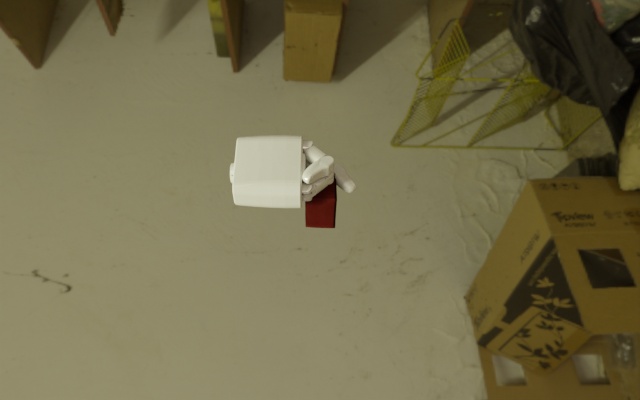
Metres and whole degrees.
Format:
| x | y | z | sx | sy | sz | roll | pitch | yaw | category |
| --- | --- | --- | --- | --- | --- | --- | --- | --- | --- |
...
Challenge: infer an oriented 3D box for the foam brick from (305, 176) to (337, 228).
| x | y | z | sx | sy | sz | roll | pitch | yaw | category |
| --- | --- | --- | --- | --- | --- | --- | --- | --- | --- |
| 0.000 | 0.003 | 0.803 | 0.051 | 0.053 | 0.078 | 0 | -43 | -1 | foam brick |
